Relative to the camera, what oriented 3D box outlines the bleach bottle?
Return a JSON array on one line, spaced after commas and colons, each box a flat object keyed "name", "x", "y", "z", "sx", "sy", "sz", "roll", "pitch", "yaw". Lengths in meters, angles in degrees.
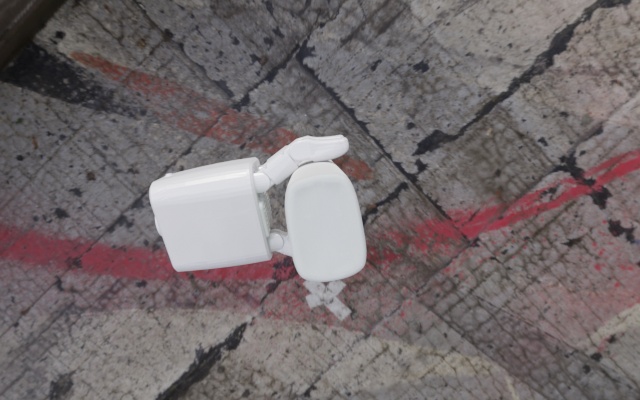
[{"name": "bleach bottle", "x": 0.000, "y": 0.002, "z": 0.541, "sx": 0.068, "sy": 0.102, "sz": 0.250, "roll": -9, "pitch": 10, "yaw": 0}]
